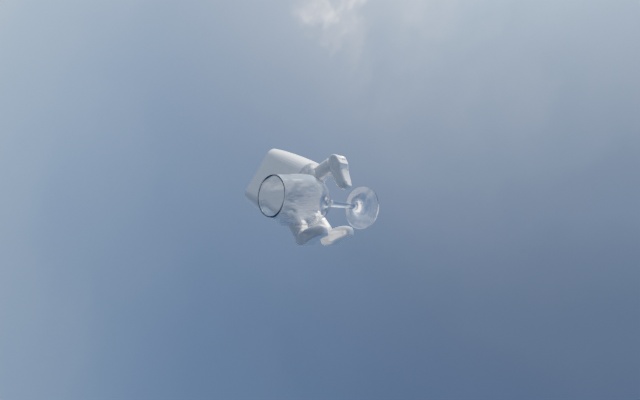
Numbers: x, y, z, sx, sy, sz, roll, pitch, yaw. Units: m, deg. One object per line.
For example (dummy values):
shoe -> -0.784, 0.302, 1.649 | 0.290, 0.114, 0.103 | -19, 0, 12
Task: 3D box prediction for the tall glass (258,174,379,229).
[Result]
tall glass -> 0.001, 0.002, 0.744 | 0.079, 0.079, 0.201 | 0, -5, 45
